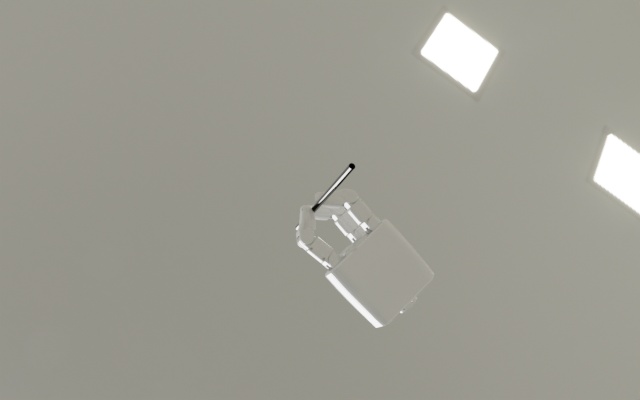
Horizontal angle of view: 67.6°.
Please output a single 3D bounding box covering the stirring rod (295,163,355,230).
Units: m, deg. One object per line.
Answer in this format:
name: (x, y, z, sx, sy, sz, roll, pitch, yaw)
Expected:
stirring rod: (0.000, 0.002, 0.652, 0.011, 0.011, 0.240, 0, -20, -19)
